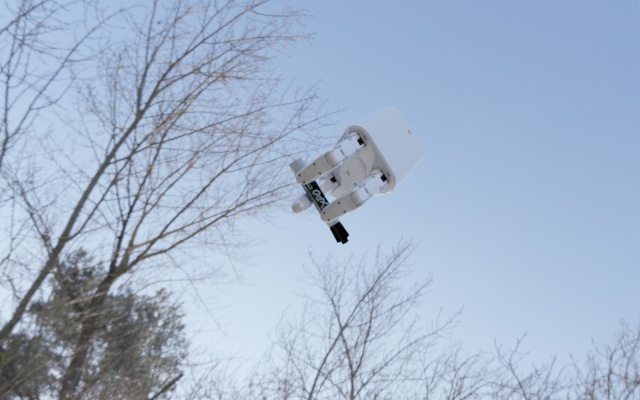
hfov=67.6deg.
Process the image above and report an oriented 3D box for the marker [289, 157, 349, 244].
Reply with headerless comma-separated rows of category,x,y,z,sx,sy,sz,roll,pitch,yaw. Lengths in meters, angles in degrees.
marker,0.000,0.002,0.594,0.020,0.121,0.020,-32,5,3
